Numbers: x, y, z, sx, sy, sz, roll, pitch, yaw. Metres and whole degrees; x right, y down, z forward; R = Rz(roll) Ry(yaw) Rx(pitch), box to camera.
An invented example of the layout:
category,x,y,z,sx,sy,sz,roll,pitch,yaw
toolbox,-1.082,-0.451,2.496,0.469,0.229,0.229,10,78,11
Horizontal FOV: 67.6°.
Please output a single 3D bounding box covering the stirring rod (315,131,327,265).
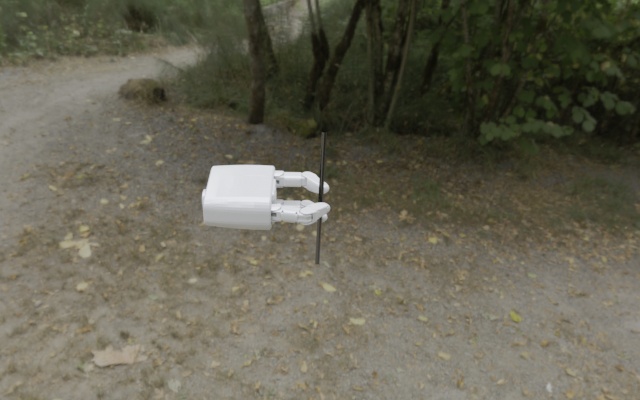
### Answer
category,x,y,z,sx,sy,sz,roll,pitch,yaw
stirring rod,0.000,0.003,0.781,0.011,0.240,0.011,2,27,-1
